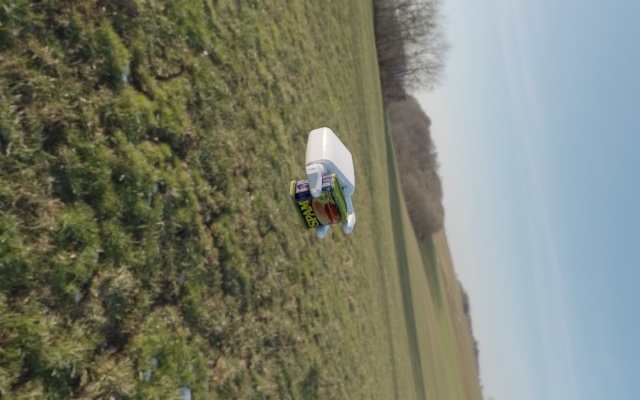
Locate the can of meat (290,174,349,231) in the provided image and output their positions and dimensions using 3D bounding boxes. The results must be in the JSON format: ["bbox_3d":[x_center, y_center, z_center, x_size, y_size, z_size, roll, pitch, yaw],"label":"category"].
[{"bbox_3d":[0.000,0.003,0.895,0.084,0.102,0.057,-12,41,13],"label":"can of meat"}]
